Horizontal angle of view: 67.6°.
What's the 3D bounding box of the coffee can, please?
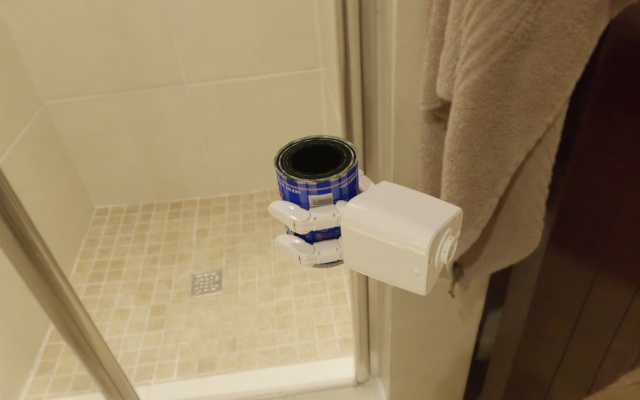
[{"bbox_3d":[0.000,0.002,0.615,0.103,0.140,0.102,-4,38,3],"label":"coffee can"}]
